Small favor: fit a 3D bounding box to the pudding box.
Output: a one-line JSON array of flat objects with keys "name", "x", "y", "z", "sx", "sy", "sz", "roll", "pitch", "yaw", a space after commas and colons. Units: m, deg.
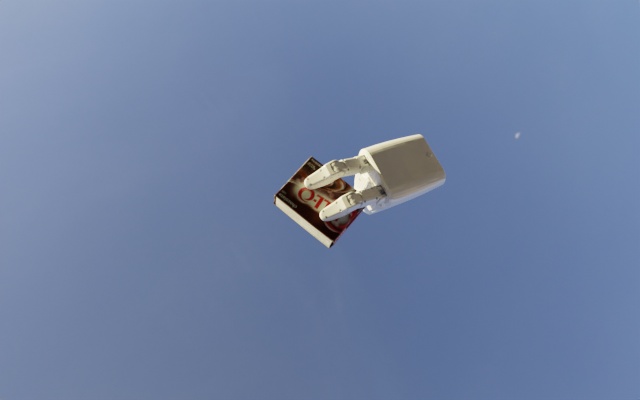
[{"name": "pudding box", "x": 0.000, "y": 0.002, "z": 0.716, "sx": 0.113, "sy": 0.090, "sz": 0.039, "roll": 37, "pitch": -26, "yaw": 9}]
